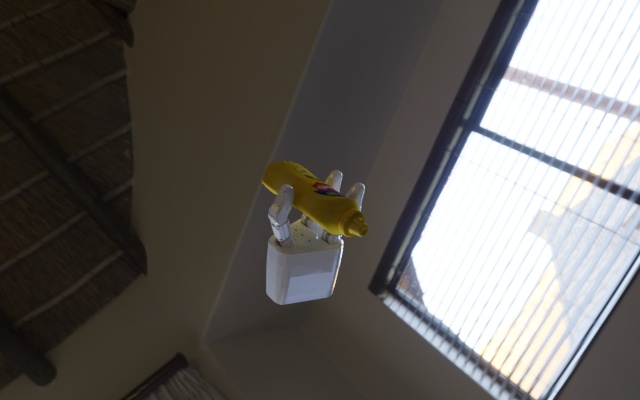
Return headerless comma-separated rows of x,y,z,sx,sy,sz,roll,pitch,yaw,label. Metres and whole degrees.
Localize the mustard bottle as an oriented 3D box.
0.000,0.002,0.720,0.096,0.058,0.191,14,16,-48,mustard bottle
